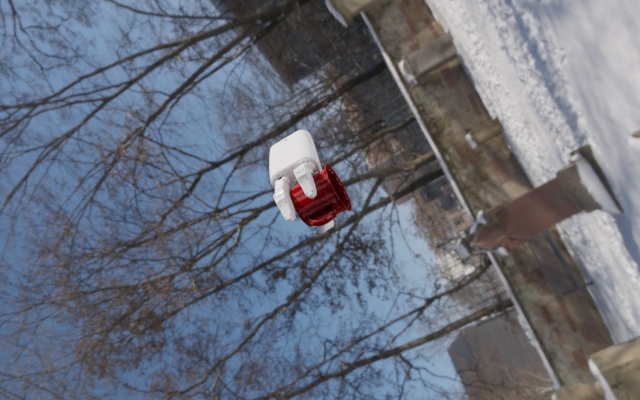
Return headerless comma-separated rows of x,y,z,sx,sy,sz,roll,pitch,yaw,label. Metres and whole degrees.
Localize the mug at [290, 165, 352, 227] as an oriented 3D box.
0.000,0.004,0.850,0.081,0.117,0.093,-28,-52,14,mug
